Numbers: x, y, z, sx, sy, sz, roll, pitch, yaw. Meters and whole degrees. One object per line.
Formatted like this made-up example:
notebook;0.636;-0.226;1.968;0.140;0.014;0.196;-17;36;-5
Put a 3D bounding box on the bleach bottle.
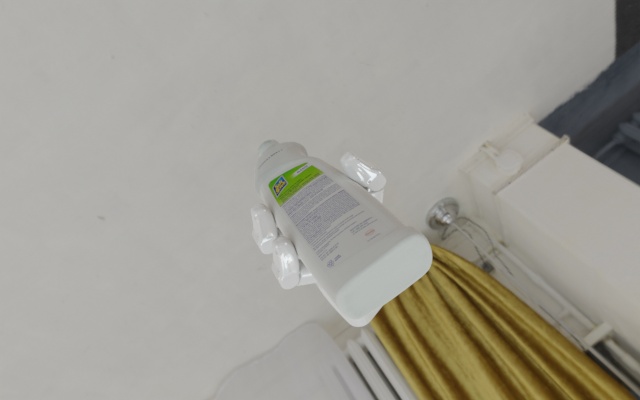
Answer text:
bleach bottle;0.000;0.002;0.502;0.102;0.068;0.250;-35;46;-5
